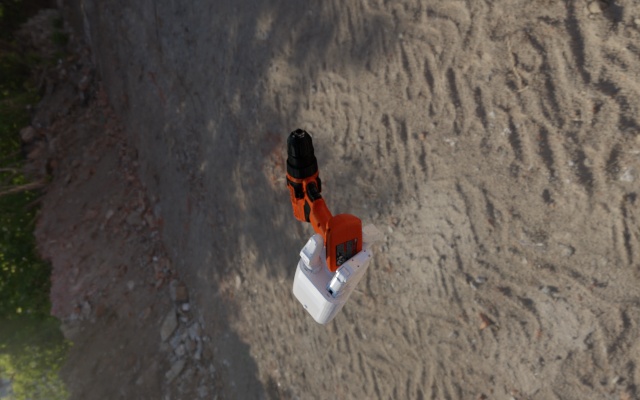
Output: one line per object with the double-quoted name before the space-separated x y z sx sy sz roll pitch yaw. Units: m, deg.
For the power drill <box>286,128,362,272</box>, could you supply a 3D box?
"power drill" 0.000 0.003 0.745 0.057 0.185 0.187 -19 46 -13
